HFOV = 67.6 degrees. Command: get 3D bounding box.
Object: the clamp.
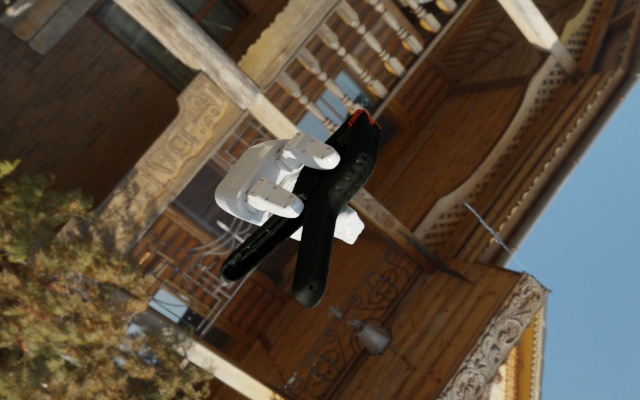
[{"bbox_3d":[0.001,0.001,0.435,0.036,0.210,0.164,43,-15,-26],"label":"clamp"}]
